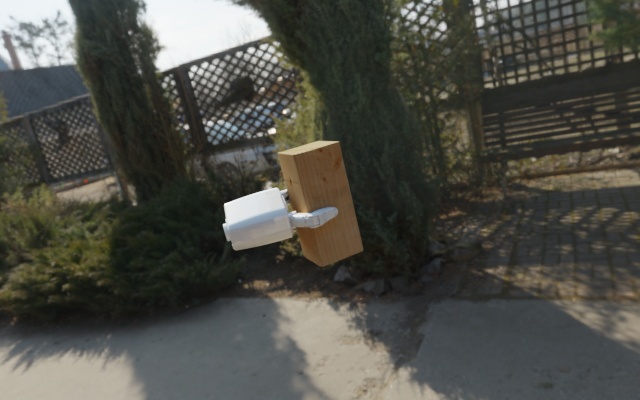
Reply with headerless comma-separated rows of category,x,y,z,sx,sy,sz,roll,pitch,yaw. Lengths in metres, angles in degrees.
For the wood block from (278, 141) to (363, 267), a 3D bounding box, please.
wood block,0.000,0.003,0.874,0.090,0.206,0.091,-19,15,-21
